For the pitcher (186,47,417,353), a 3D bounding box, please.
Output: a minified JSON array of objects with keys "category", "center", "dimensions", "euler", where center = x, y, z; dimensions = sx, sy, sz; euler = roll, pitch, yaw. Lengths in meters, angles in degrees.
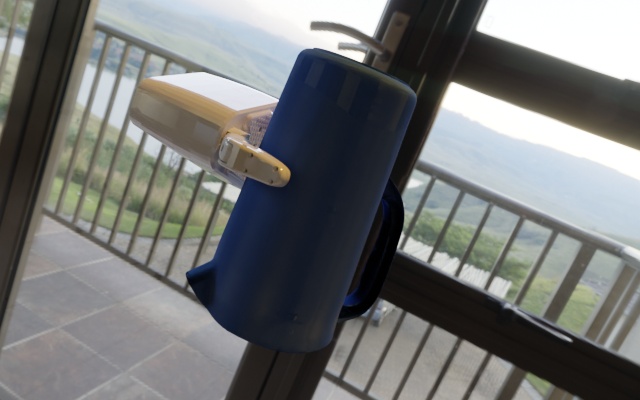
[{"category":"pitcher","center":[0.000,0.001,0.431],"dimensions":[0.145,0.243,0.149],"euler":[26,12,20]}]
